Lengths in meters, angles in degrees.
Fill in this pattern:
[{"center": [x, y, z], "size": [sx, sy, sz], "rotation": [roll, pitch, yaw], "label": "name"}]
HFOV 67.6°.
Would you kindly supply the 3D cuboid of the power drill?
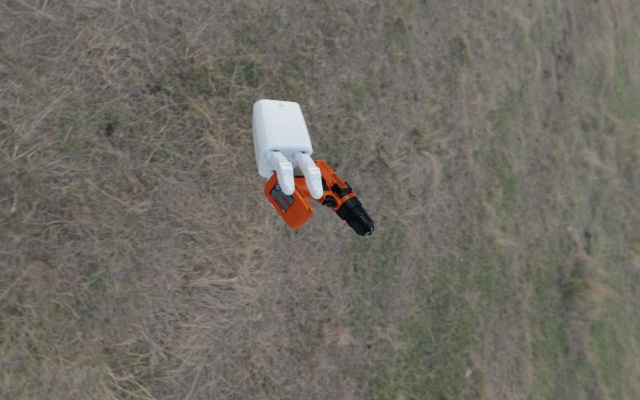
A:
[{"center": [0.000, 0.003, 0.875], "size": [0.187, 0.184, 0.057], "rotation": [-8, -38, -56], "label": "power drill"}]
